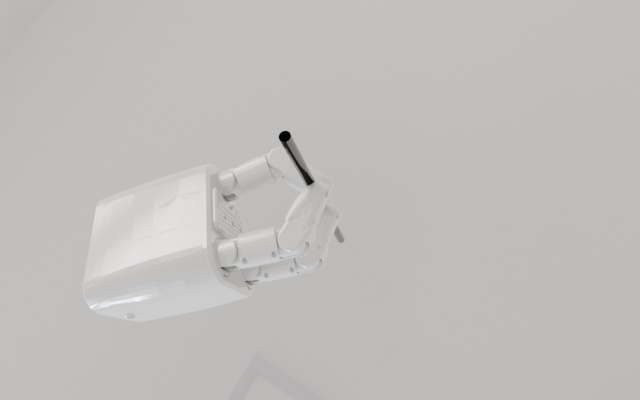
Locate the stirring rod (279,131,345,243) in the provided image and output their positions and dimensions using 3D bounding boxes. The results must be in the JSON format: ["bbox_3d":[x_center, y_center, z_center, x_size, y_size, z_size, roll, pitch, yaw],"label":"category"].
[{"bbox_3d":[0.000,0.001,0.405,0.011,0.011,0.240,0,-20,11],"label":"stirring rod"}]
